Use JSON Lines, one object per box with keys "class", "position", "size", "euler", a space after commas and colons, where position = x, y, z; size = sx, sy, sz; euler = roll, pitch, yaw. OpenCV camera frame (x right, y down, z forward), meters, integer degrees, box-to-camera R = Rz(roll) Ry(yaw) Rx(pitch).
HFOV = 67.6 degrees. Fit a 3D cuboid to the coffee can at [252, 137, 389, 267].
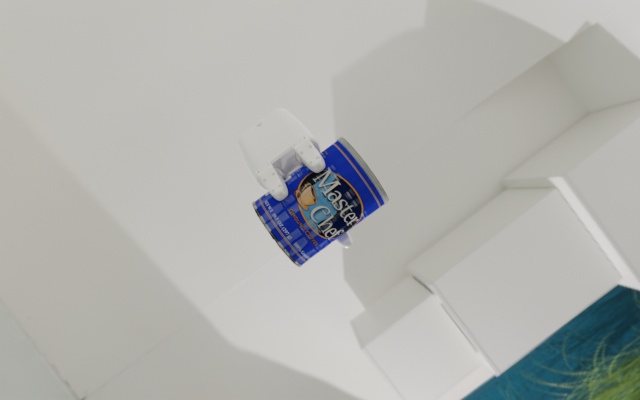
{"class": "coffee can", "position": [0.000, 0.002, 0.606], "size": [0.140, 0.103, 0.103], "euler": [-36, 0, 0]}
